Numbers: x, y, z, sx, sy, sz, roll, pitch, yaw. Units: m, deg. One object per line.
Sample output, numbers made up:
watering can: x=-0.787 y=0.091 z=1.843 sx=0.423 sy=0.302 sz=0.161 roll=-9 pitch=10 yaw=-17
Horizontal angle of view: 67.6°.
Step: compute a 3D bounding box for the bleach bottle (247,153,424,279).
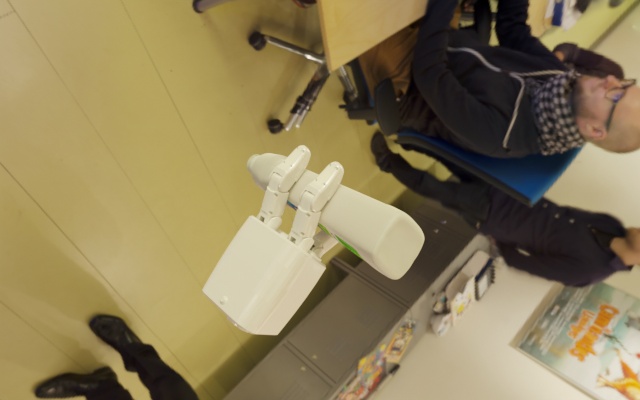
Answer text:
bleach bottle: x=0.000 y=0.002 z=0.591 sx=0.250 sy=0.068 sz=0.103 roll=30 pitch=-7 yaw=37
